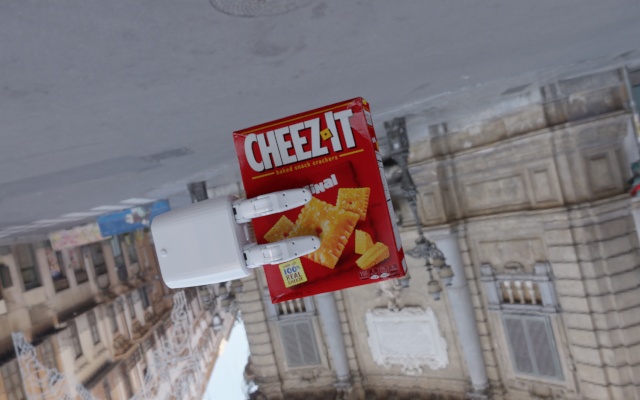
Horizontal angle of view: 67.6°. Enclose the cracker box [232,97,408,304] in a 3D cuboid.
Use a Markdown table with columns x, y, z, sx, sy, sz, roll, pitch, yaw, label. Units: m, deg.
| x | y | z | sx | sy | sz | roll | pitch | yaw | label |
| --- | --- | --- | --- | --- | --- | --- | --- | --- | --- |
| 0.000 | 0.002 | 0.576 | 0.164 | 0.213 | 0.072 | -13 | 0 | 12 | cracker box |
